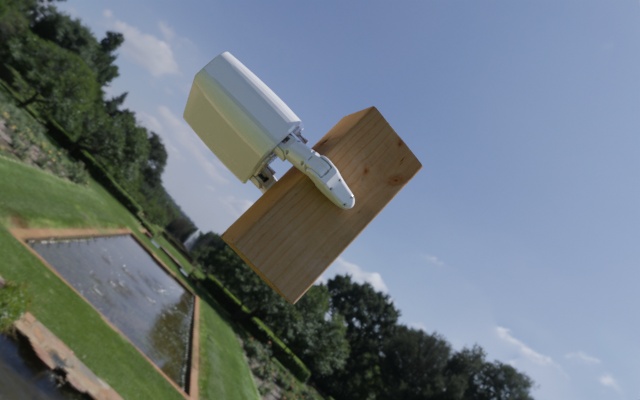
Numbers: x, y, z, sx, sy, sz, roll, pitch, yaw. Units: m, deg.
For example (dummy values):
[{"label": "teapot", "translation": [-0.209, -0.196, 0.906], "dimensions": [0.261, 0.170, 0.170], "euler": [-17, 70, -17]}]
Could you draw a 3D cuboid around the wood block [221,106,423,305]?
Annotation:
[{"label": "wood block", "translation": [0.000, 0.001, 0.529], "dimensions": [0.206, 0.090, 0.091], "euler": [-45, 15, -13]}]
